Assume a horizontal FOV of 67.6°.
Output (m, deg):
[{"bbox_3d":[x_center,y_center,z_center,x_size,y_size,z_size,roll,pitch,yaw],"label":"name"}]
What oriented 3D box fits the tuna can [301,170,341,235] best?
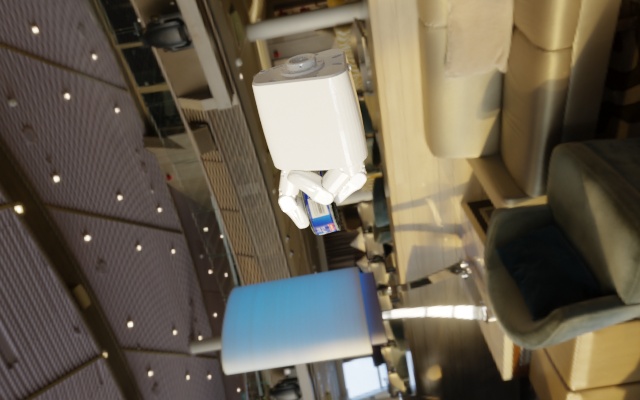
[{"bbox_3d":[0.000,0.002,0.636,0.034,0.086,0.086,-15,-2,6],"label":"tuna can"}]
